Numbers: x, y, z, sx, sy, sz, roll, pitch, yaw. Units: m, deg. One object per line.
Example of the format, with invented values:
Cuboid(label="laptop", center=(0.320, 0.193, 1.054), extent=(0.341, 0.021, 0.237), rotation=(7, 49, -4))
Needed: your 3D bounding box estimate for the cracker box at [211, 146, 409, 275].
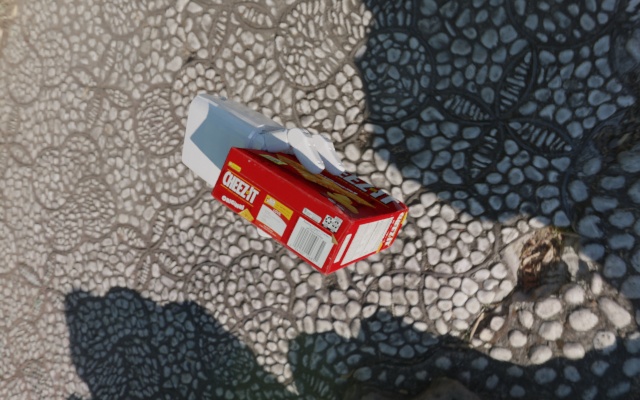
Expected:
Cuboid(label="cracker box", center=(0.000, 0.002, 0.586), extent=(0.164, 0.072, 0.213), rotation=(32, 16, 21))
